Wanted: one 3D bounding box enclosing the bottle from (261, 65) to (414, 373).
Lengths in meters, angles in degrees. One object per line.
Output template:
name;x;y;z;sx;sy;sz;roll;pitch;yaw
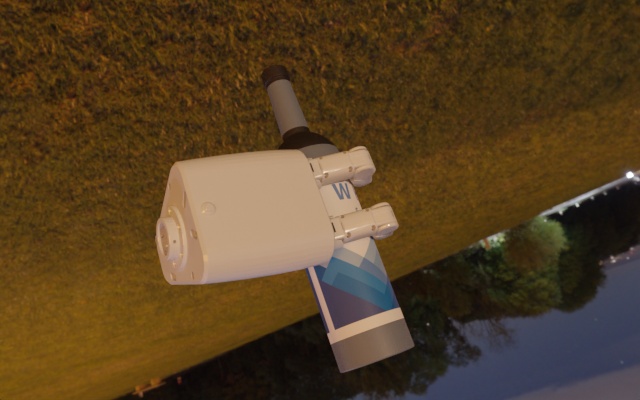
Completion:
bottle;0.000;0.002;0.444;0.069;0.295;0.069;-18;-17;-6
